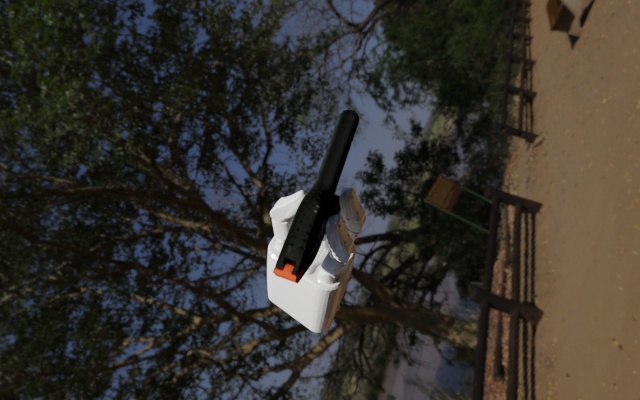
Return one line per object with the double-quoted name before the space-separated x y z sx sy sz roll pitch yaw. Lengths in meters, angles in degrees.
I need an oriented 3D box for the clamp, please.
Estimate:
"clamp" -0.001 0.002 0.560 0.036 0.165 0.209 17 42 12
